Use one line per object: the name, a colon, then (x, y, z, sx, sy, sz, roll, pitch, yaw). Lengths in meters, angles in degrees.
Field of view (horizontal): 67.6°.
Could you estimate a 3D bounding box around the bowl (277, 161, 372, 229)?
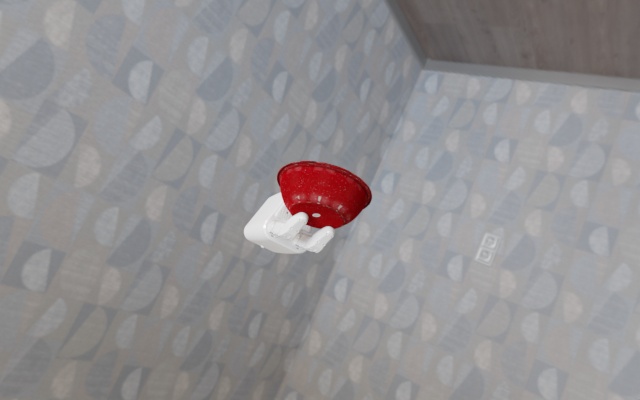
bowl: (0.000, 0.002, 0.776, 0.162, 0.055, 0.162, 12, -28, 6)
